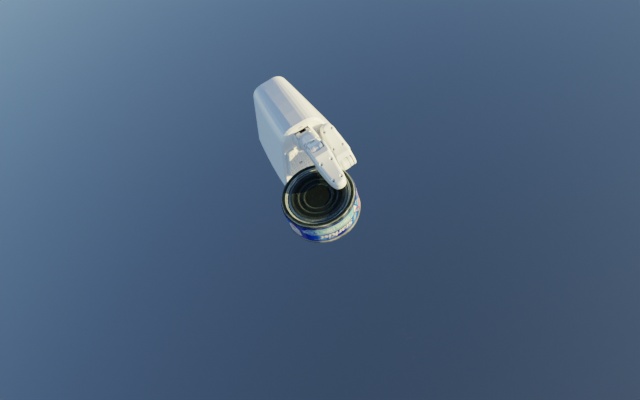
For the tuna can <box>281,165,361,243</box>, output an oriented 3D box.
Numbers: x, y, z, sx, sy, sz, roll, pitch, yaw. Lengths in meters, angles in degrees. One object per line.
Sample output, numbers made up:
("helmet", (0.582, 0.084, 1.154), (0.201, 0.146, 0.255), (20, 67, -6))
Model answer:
("tuna can", (0.000, 0.001, 0.532), (0.086, 0.086, 0.034), (0, -31, 14))
